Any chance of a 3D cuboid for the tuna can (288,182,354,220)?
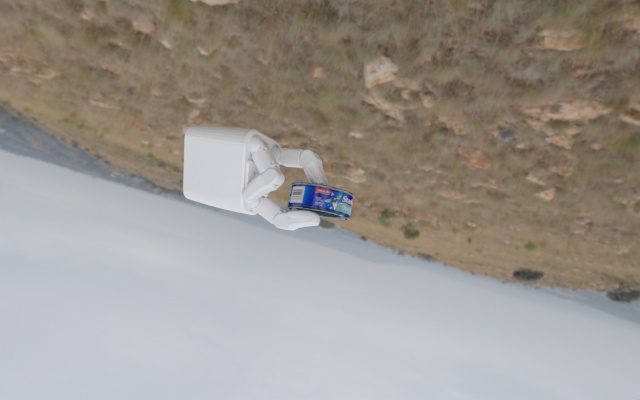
[{"bbox_3d":[0.000,0.003,0.637,0.086,0.033,0.086,11,-8,1],"label":"tuna can"}]
